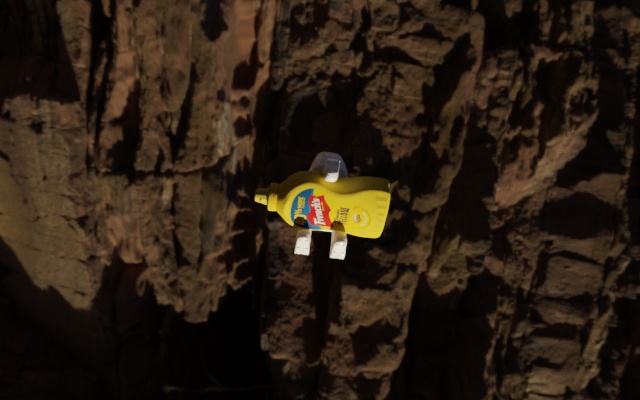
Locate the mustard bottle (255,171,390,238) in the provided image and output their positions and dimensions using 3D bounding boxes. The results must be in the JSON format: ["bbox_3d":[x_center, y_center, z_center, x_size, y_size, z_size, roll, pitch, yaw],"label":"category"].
[{"bbox_3d":[0.000,0.002,0.700,0.191,0.096,0.058,7,43,-1],"label":"mustard bottle"}]
